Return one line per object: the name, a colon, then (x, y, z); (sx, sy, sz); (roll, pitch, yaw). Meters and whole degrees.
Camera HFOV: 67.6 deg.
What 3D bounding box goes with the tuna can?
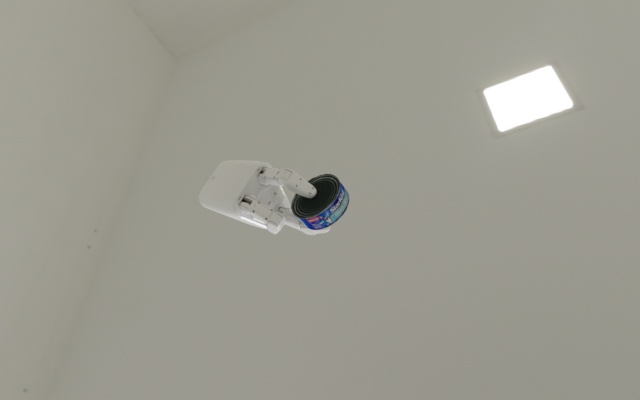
tuna can: (0.000, 0.003, 0.723); (0.086, 0.086, 0.034); (0, -39, 42)
